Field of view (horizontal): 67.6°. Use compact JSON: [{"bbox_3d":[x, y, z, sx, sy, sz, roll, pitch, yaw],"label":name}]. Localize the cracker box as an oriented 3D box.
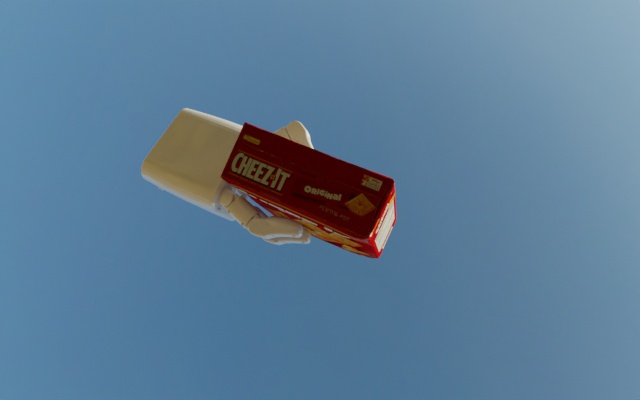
[{"bbox_3d":[0.000,0.002,0.557,0.164,0.072,0.214,22,-7,13],"label":"cracker box"}]
